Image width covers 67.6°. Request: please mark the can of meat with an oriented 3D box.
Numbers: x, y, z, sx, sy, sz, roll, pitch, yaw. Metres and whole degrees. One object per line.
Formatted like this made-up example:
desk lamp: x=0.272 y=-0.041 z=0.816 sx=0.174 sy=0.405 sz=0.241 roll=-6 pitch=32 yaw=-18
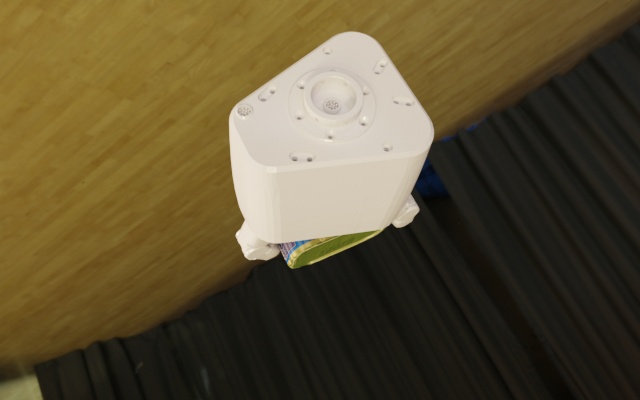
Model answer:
can of meat: x=0.000 y=0.002 z=0.415 sx=0.102 sy=0.084 sz=0.057 roll=-22 pitch=-21 yaw=-18
